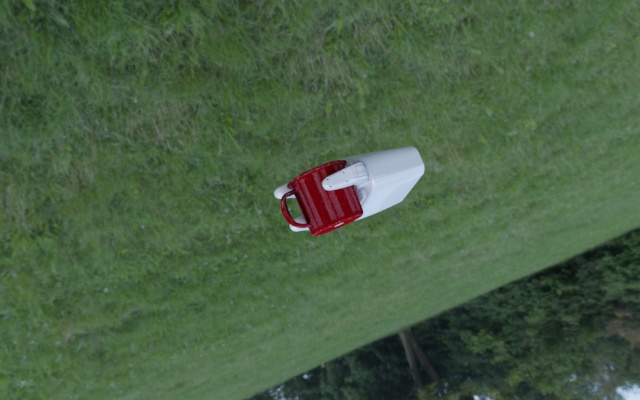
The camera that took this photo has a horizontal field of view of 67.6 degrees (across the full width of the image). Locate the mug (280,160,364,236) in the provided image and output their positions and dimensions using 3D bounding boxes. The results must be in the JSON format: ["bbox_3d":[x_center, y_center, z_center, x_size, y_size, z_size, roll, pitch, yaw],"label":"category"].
[{"bbox_3d":[-0.001,0.003,0.670,0.117,0.081,0.093,-18,-10,-29],"label":"mug"}]
